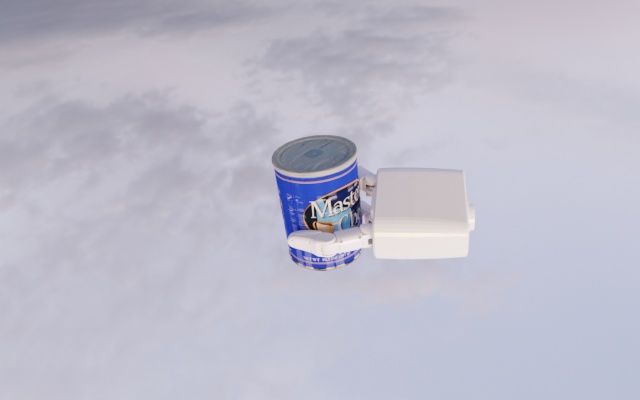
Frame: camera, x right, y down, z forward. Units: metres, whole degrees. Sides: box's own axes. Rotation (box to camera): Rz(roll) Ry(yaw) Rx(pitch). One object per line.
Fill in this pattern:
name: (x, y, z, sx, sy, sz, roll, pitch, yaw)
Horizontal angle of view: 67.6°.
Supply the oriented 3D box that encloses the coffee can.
coffee can: (0.000, 0.002, 0.602, 0.103, 0.140, 0.102, -6, 31, 3)
